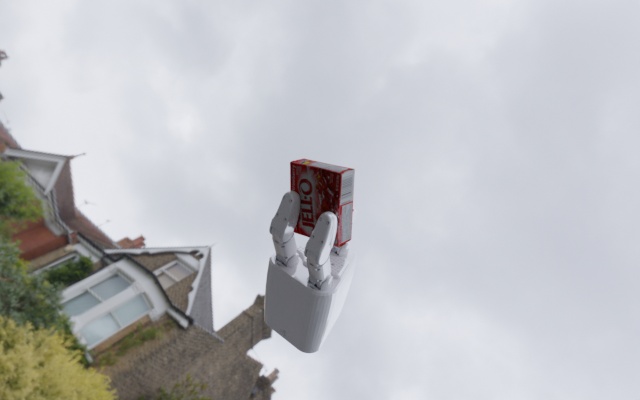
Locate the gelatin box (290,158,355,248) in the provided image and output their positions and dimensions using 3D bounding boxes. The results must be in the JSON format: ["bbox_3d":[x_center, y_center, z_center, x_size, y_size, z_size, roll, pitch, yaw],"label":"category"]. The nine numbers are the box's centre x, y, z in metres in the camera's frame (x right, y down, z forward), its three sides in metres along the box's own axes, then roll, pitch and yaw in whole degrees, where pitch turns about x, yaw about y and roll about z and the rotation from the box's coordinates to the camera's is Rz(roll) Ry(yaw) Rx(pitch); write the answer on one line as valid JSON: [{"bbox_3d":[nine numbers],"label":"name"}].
[{"bbox_3d":[0.000,0.001,0.548,0.073,0.089,0.030,16,23,35],"label":"gelatin box"}]
